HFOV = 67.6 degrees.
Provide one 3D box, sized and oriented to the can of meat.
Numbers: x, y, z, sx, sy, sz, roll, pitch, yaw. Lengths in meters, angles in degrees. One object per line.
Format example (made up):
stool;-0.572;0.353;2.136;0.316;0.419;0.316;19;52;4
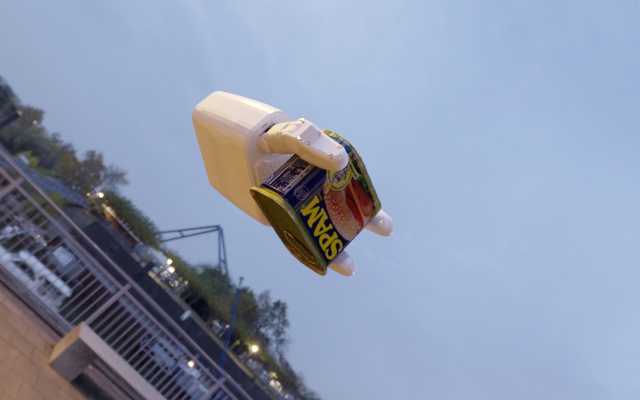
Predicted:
can of meat;0.000;0.001;0.421;0.084;0.102;0.057;-45;43;-19
